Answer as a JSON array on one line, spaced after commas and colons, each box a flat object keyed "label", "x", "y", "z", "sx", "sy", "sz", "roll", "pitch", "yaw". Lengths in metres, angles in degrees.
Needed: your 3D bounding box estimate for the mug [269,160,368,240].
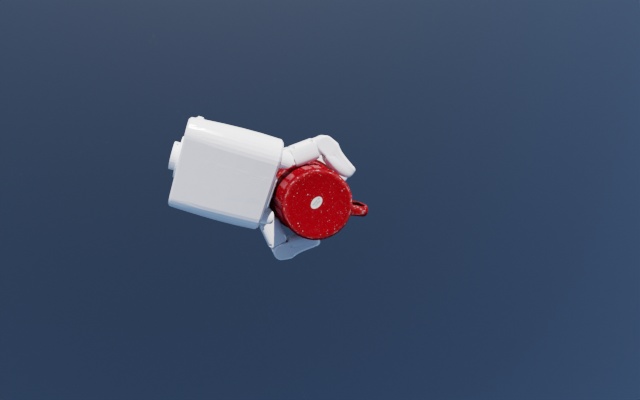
[{"label": "mug", "x": 0.001, "y": 0.002, "z": 0.562, "sx": 0.117, "sy": 0.093, "sz": 0.081, "roll": 14, "pitch": 6, "yaw": -14}]
